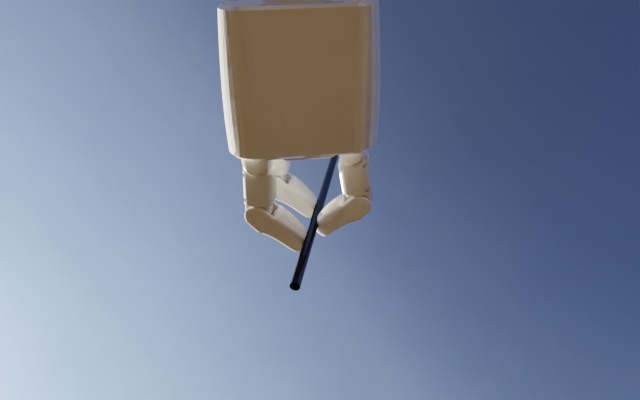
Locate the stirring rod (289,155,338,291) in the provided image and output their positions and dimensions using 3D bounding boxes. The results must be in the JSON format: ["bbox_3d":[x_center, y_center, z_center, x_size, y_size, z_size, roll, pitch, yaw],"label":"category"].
[{"bbox_3d":[0.000,0.001,0.447,0.011,0.011,0.239,0,30,10],"label":"stirring rod"}]
